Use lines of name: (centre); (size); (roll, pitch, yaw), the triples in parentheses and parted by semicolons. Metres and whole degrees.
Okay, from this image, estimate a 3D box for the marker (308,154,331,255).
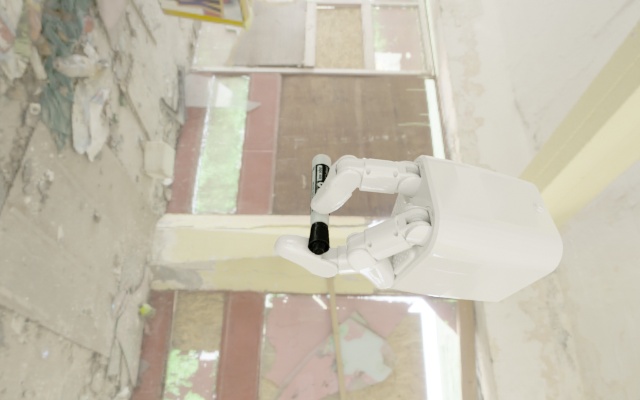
marker: (0.000, 0.001, 0.439); (0.020, 0.020, 0.121); (0, 43, 2)
